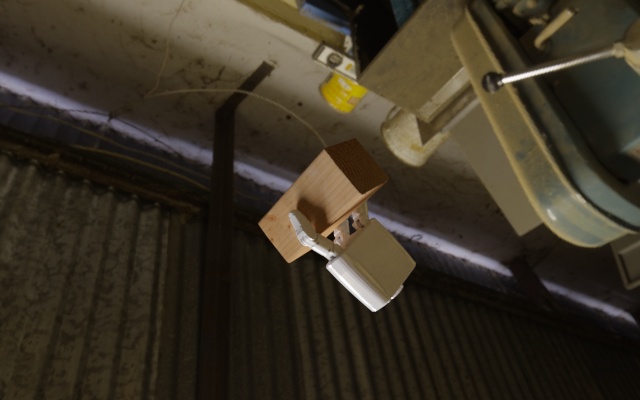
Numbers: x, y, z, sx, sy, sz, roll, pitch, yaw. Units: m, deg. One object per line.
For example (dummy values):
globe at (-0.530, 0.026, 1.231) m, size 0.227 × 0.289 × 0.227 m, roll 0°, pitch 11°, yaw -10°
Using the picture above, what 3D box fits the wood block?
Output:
wood block at (0.000, 0.003, 0.782) m, size 0.091 × 0.090 × 0.206 m, roll -27°, pitch -15°, yaw -51°
